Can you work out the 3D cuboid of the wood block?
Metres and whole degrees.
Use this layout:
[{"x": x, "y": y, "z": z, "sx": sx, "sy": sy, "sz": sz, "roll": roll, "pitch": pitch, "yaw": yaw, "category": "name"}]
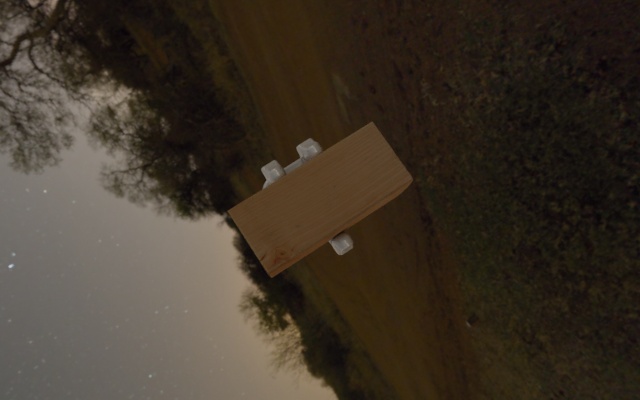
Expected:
[{"x": 0.000, "y": 0.002, "z": 0.602, "sx": 0.206, "sy": 0.091, "sz": 0.090, "roll": -33, "pitch": -8, "yaw": -9, "category": "wood block"}]
